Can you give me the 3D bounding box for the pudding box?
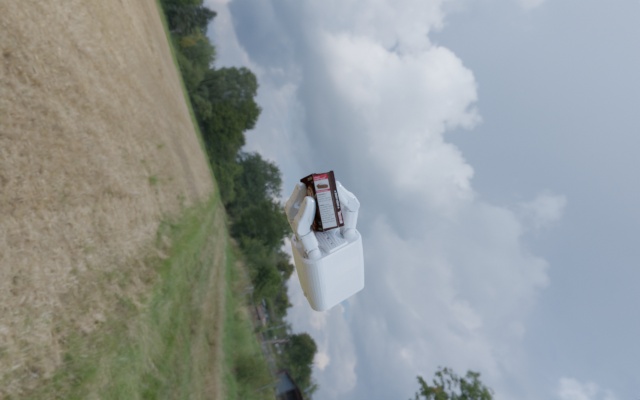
[{"bbox_3d":[0.000,0.003,0.757,0.039,0.090,0.113,-12,0,-14],"label":"pudding box"}]
